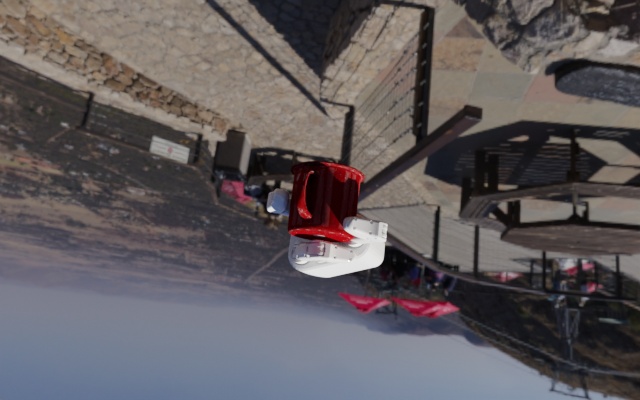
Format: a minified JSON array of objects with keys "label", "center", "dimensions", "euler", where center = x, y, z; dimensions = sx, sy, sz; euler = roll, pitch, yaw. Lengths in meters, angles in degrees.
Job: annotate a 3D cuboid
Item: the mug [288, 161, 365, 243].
[{"label":"mug","center":[0.000,0.002,0.573],"dimensions":[0.093,0.081,0.117],"euler":[1,-15,22]}]
